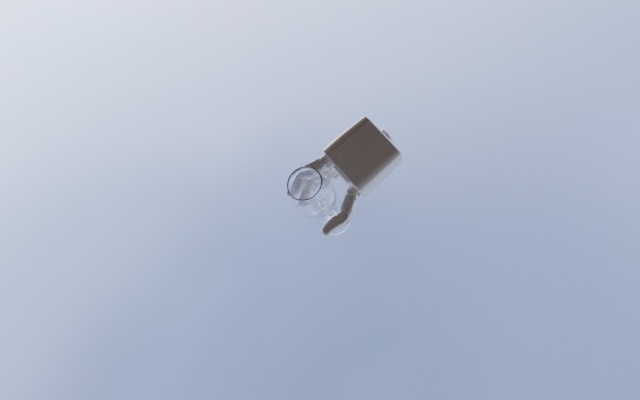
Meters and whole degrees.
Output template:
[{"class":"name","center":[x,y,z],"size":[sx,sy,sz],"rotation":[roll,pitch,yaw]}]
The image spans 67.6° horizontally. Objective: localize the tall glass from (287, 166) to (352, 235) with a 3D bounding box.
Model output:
[{"class":"tall glass","center":[0.000,0.003,0.881],"size":[0.079,0.079,0.201],"rotation":[0,-18,17]}]
